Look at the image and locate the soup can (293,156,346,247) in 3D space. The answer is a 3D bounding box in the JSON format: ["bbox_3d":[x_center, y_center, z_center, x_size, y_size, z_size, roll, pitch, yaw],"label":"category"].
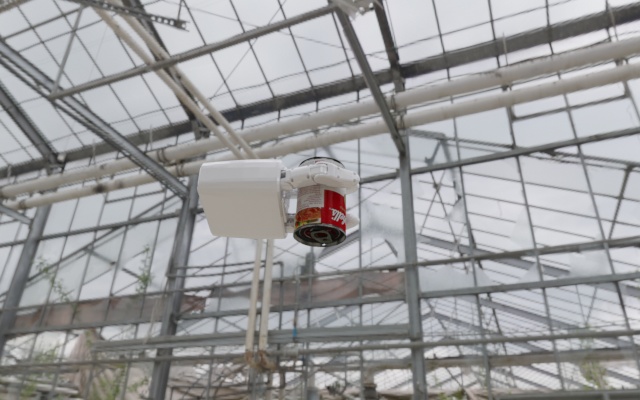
[{"bbox_3d":[0.001,0.002,0.630,0.068,0.102,0.068,1,-28,1],"label":"soup can"}]
